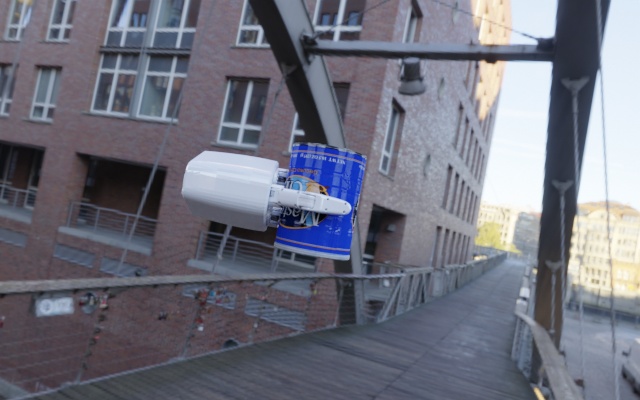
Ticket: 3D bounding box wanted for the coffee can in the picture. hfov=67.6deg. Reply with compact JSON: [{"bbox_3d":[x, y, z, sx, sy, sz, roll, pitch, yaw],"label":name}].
[{"bbox_3d":[0.000,0.002,0.642,0.103,0.140,0.103,10,-2,0],"label":"coffee can"}]
